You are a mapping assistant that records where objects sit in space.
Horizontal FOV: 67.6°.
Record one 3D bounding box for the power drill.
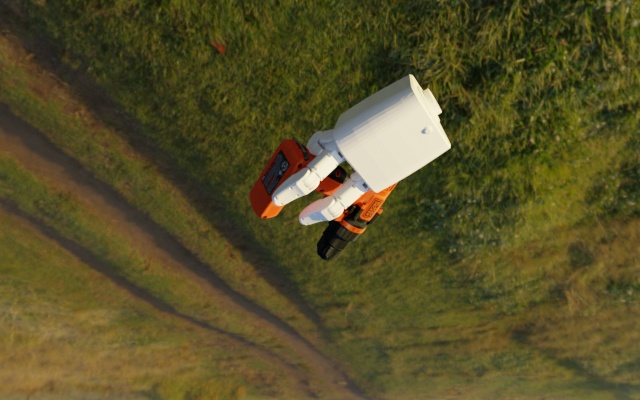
[{"bbox_3d":[0.000,0.002,0.657,0.188,0.184,0.057,15,28,-40],"label":"power drill"}]
